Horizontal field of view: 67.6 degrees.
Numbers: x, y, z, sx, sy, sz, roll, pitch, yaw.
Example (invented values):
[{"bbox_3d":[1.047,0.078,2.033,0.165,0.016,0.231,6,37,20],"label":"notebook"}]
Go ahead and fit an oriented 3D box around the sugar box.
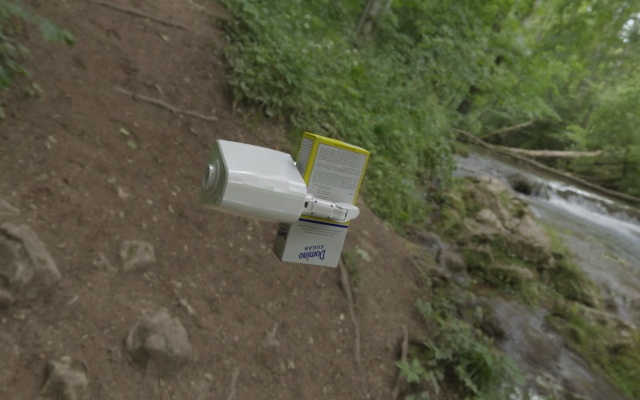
[{"bbox_3d":[0.000,0.002,0.670,0.093,0.176,0.048,12,12,-29],"label":"sugar box"}]
